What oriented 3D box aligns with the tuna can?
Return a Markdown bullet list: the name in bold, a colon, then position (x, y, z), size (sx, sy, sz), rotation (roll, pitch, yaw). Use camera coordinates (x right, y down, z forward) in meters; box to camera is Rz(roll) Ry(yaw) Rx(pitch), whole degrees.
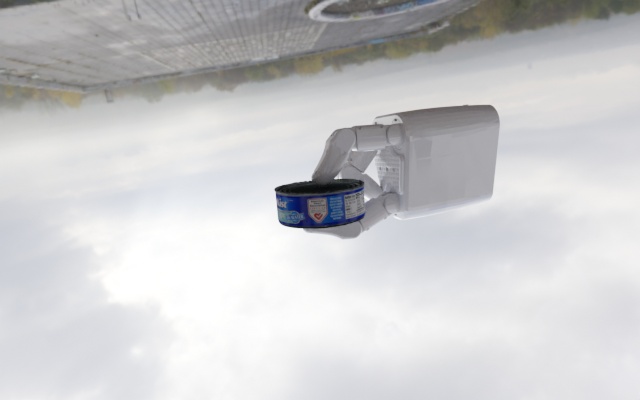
- **tuna can**: position (0.000, 0.002, 0.456), size (0.086, 0.034, 0.086), rotation (-4, 10, 1)
